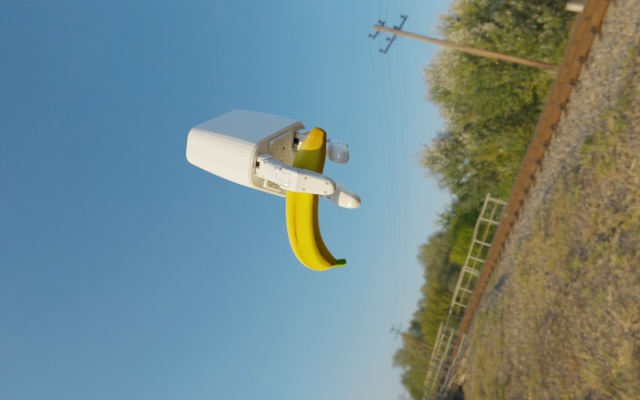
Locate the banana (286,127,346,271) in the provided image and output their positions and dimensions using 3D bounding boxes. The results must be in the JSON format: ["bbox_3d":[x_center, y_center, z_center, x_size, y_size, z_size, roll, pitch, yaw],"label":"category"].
[{"bbox_3d":[-0.011,0.014,0.561,0.037,0.198,0.069,19,41,35],"label":"banana"}]
